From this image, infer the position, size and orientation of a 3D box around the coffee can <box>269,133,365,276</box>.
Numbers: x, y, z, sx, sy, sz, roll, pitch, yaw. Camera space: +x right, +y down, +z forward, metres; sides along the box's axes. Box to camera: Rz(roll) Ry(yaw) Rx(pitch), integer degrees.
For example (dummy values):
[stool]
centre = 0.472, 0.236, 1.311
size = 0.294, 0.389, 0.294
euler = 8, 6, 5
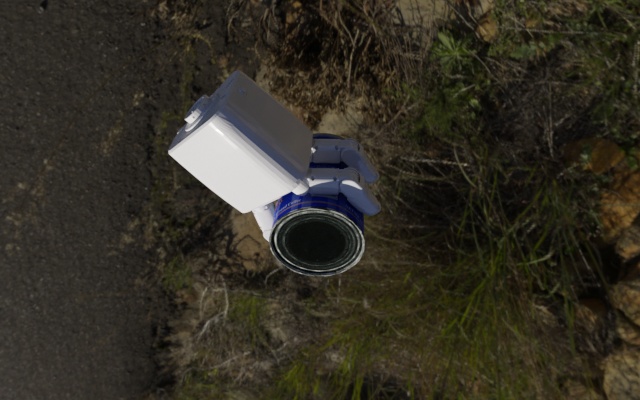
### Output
[coffee can]
centre = 0.000, 0.002, 0.557
size = 0.103, 0.103, 0.140
euler = 0, 40, 4
